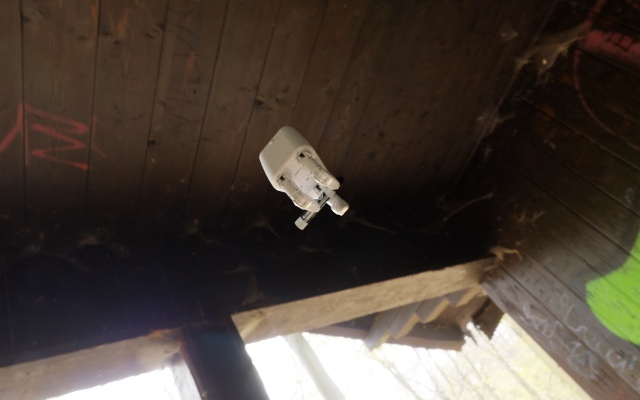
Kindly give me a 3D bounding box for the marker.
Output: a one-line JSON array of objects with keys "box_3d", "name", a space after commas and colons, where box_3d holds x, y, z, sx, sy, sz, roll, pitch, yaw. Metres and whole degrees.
[{"box_3d": [0.000, 0.003, 0.868, 0.020, 0.121, 0.020, 41, 9, -8], "name": "marker"}]
